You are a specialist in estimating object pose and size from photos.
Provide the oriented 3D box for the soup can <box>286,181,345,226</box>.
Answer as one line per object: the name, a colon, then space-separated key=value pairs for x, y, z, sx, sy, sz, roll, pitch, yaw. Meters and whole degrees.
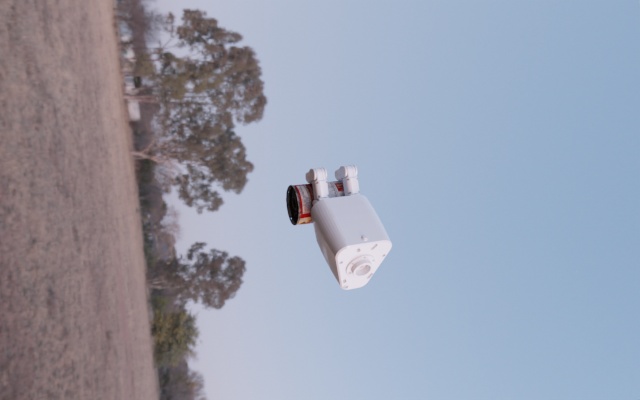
soup can: x=0.000 y=0.002 z=0.809 sx=0.102 sy=0.068 sz=0.068 roll=-7 pitch=2 yaw=-20
